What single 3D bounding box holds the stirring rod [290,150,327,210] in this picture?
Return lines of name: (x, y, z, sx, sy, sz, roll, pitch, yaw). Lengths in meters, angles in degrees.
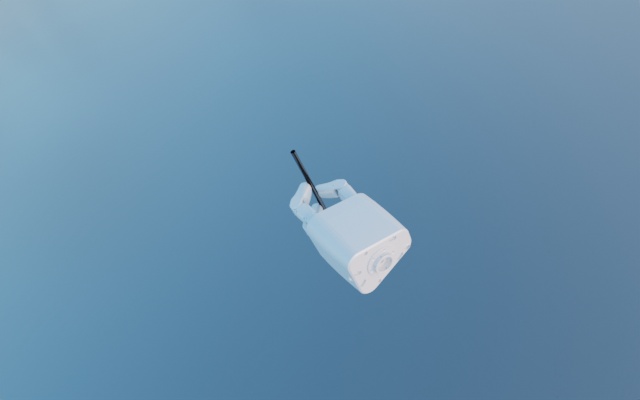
stirring rod: (0.000, 0.003, 0.803, 0.011, 0.011, 0.240, 0, -39, 27)
